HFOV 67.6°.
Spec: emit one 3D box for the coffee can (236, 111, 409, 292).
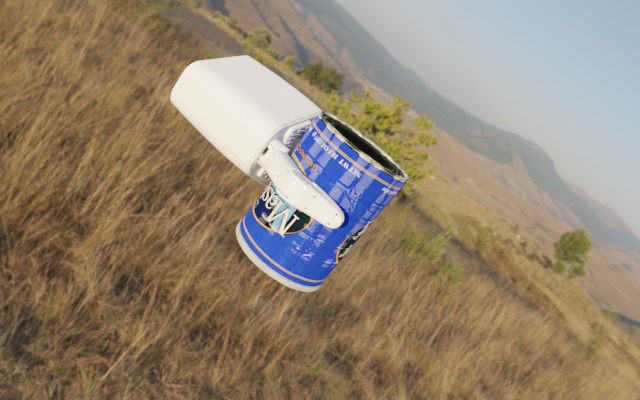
[{"bbox_3d":[0.000,0.002,0.457,0.103,0.140,0.102,34,16,-11],"label":"coffee can"}]
